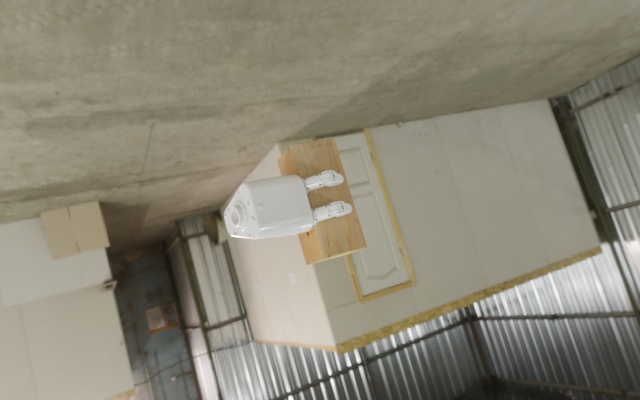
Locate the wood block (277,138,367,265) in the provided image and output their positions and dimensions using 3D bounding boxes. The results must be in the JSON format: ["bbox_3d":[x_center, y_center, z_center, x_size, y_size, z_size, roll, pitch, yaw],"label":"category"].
[{"bbox_3d":[0.000,0.003,0.872,0.090,0.206,0.091,-12,-10,-25],"label":"wood block"}]
